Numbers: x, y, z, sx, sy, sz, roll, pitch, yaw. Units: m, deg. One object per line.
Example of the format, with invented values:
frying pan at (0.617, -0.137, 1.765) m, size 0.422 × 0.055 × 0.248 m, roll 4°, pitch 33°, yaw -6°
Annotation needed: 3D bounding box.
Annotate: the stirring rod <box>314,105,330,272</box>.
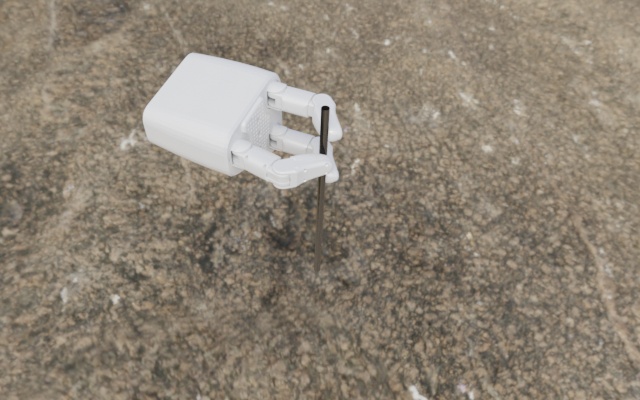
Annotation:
stirring rod at (0.000, 0.002, 0.514) m, size 0.011 × 0.011 × 0.240 m, roll 1°, pitch -45°, yaw -1°
